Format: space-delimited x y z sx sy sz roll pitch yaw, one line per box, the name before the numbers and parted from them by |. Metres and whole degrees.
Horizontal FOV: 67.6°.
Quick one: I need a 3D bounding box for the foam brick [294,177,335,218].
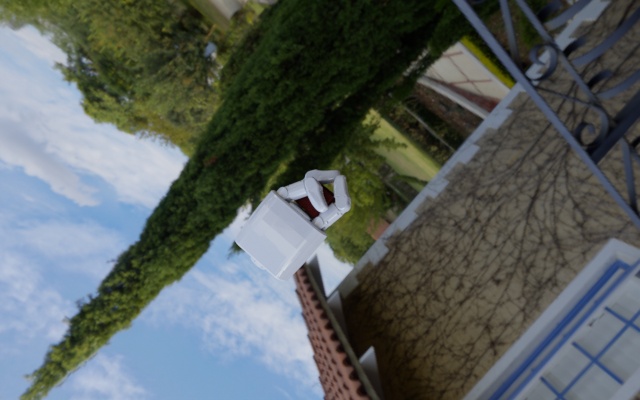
foam brick | 0.000 0.003 0.815 0.053 0.051 0.078 41 3 24
